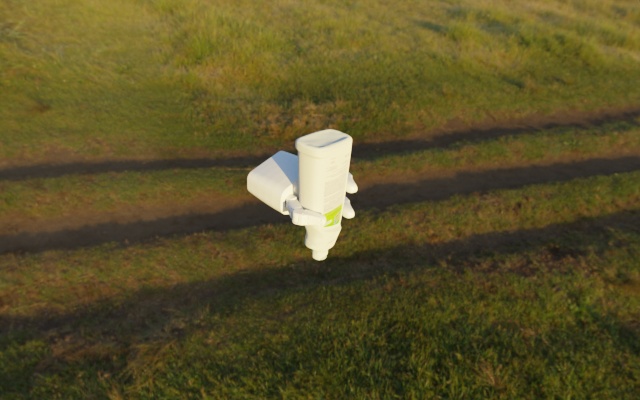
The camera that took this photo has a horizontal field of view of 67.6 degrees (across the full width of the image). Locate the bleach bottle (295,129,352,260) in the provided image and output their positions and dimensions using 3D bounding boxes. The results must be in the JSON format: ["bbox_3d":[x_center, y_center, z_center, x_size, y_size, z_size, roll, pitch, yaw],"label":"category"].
[{"bbox_3d":[0.000,0.003,0.870,0.068,0.251,0.102,28,37,35],"label":"bleach bottle"}]
